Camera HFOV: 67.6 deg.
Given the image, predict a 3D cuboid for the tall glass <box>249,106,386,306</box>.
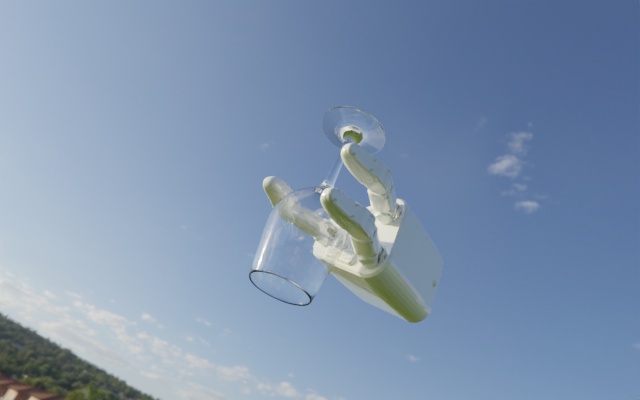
[{"bbox_3d":[0.000,0.001,0.476,0.079,0.201,0.079,19,-31,12],"label":"tall glass"}]
